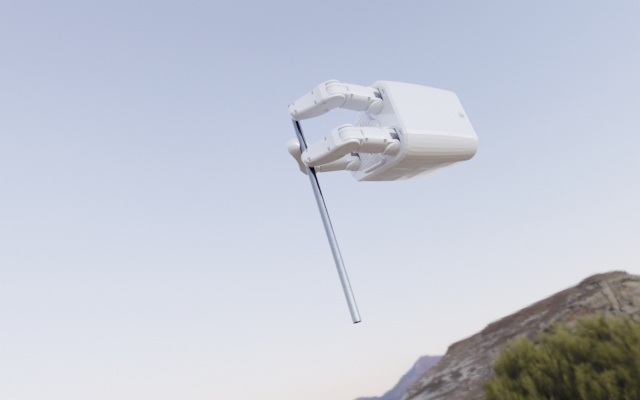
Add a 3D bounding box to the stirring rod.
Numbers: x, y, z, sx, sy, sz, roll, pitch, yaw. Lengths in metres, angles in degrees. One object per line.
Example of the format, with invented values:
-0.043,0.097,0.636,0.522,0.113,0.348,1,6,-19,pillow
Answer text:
0.000,0.002,0.463,0.011,0.239,0.011,-14,-26,-7,stirring rod
